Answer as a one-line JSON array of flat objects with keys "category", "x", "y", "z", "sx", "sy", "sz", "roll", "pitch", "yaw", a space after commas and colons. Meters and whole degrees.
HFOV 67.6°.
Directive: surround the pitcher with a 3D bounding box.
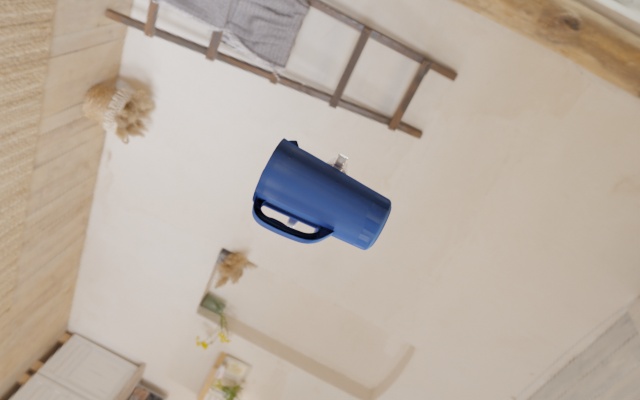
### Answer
[{"category": "pitcher", "x": 0.000, "y": 0.003, "z": 0.890, "sx": 0.243, "sy": 0.149, "sz": 0.145, "roll": 27, "pitch": 14, "yaw": 0}]
